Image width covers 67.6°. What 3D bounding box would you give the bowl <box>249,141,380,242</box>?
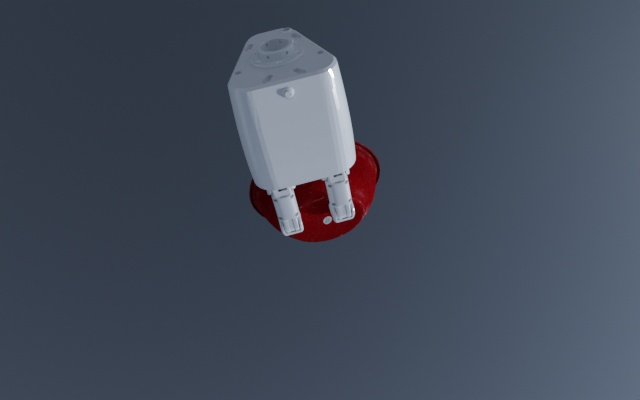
[{"bbox_3d":[0.001,0.003,0.564,0.162,0.055,0.162,-11,-35,-8],"label":"bowl"}]
